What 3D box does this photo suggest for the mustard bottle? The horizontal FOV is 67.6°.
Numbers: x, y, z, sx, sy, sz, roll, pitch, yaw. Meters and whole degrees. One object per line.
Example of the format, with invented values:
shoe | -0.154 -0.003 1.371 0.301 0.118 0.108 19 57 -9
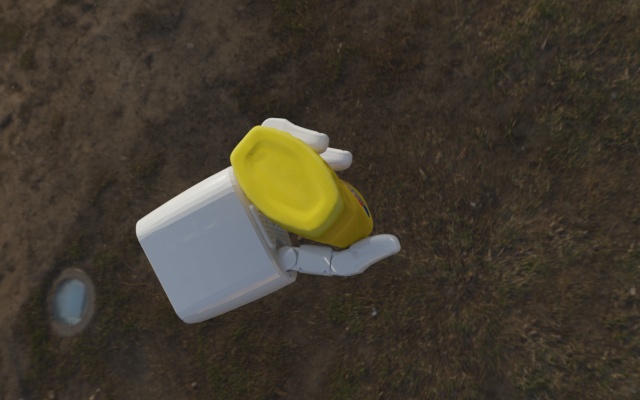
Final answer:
mustard bottle | 0.000 0.001 0.417 0.096 0.058 0.192 40 3 19
